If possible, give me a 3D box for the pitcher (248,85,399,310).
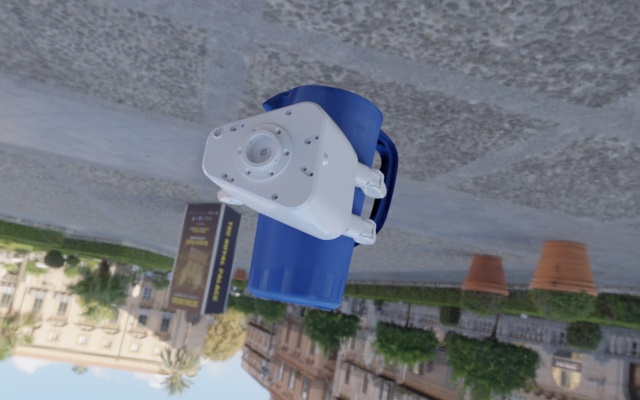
[{"bbox_3d":[0.000,0.002,0.567,0.149,0.242,0.145,6,-13,19],"label":"pitcher"}]
